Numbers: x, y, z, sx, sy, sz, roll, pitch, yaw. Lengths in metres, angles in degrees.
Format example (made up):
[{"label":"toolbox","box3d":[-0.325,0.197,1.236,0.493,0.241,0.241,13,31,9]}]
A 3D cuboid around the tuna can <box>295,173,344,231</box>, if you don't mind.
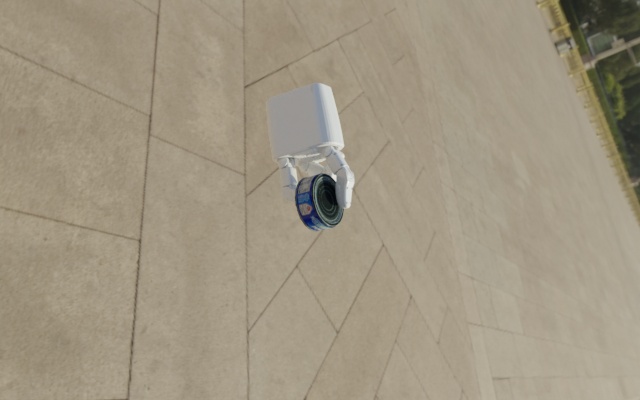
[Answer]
[{"label":"tuna can","box3d":[0.001,0.002,0.730,0.034,0.086,0.086,-14,-8,33]}]
